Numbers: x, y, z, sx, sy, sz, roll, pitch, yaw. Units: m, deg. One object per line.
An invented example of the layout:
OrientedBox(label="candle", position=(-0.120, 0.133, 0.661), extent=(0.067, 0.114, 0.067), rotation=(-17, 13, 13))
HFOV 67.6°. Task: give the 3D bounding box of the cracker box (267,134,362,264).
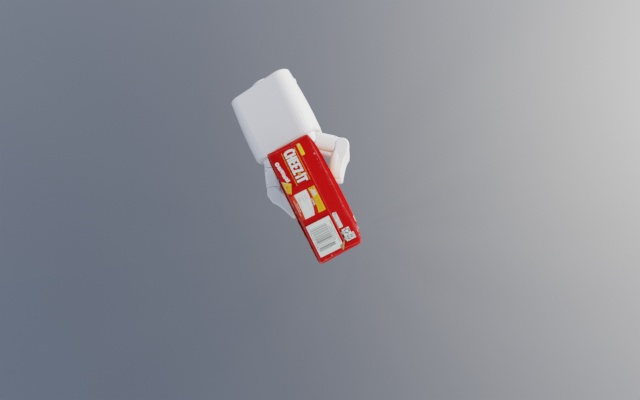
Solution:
OrientedBox(label="cracker box", position=(0.000, 0.002, 0.727), extent=(0.072, 0.164, 0.214), rotation=(-27, -5, 3))
